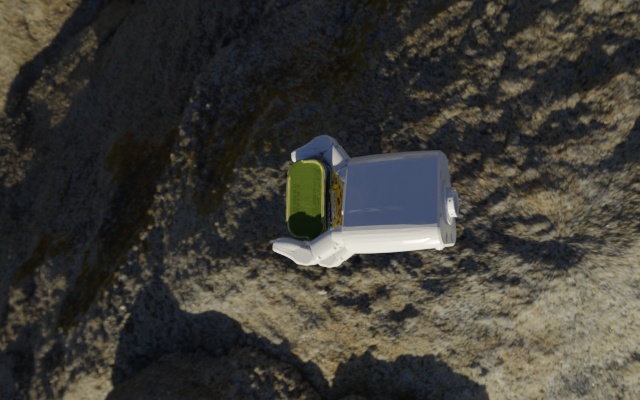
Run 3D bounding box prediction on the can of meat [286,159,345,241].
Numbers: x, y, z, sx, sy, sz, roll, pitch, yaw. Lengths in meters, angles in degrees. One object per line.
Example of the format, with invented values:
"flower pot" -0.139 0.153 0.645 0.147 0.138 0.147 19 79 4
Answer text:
"can of meat" 0.000 0.002 0.594 0.057 0.102 0.084 -2 -5 26
